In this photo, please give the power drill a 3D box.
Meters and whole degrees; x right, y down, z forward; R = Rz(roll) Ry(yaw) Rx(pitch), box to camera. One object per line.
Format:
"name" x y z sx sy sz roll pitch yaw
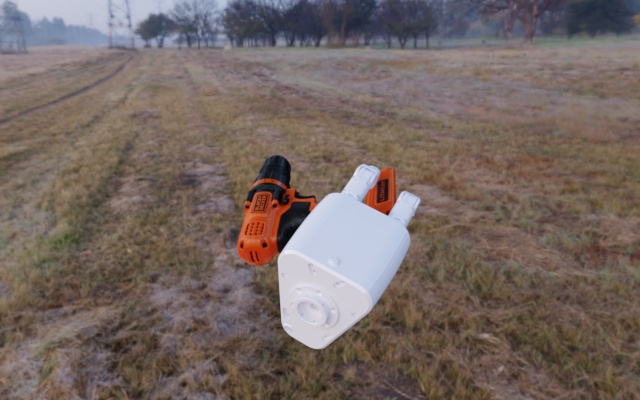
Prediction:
"power drill" 0.001 0.002 0.594 0.187 0.057 0.184 -3 42 10
